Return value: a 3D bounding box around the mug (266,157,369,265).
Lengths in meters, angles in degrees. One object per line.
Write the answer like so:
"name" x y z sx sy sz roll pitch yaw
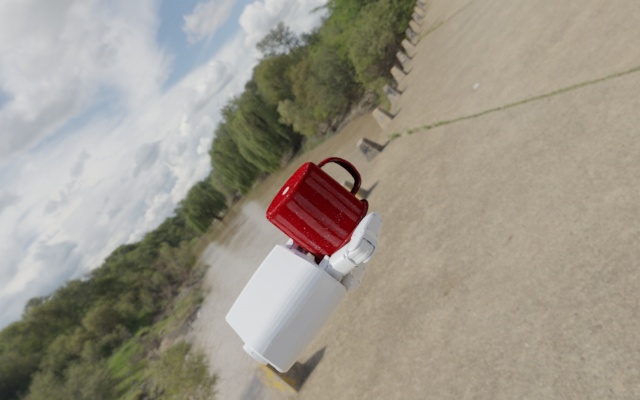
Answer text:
"mug" 0.001 0.000 0.536 0.081 0.117 0.093 39 -14 -12
